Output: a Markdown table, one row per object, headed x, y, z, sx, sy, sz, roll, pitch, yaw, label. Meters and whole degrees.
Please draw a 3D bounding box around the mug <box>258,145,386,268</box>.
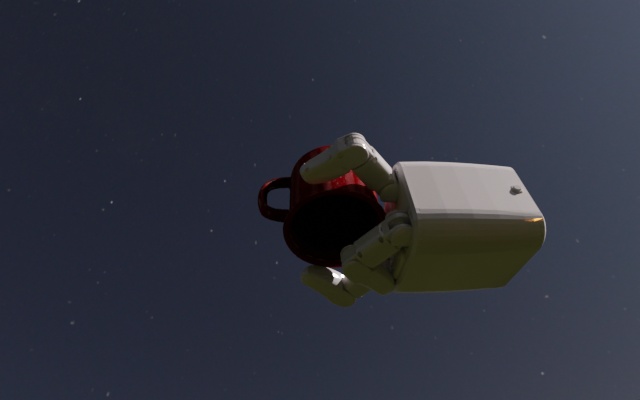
| x | y | z | sx | sy | sz | roll | pitch | yaw | label |
| --- | --- | --- | --- | --- | --- | --- | --- | --- | --- |
| -0.001 | 0.001 | 0.448 | 0.117 | 0.093 | 0.081 | 3 | 39 | -5 | mug |
